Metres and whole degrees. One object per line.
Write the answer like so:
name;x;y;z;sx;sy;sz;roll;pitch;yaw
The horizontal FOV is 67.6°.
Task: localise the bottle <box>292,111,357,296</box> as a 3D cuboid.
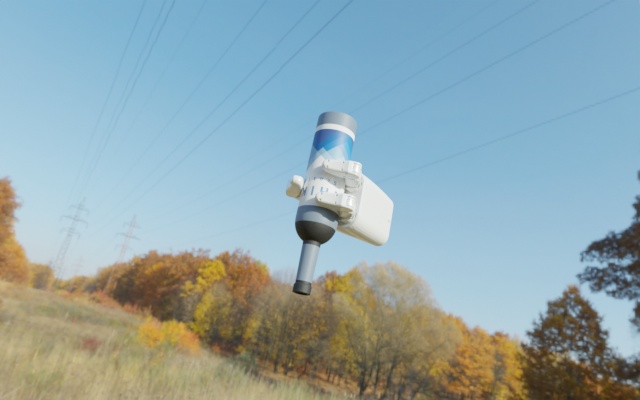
bottle;0.000;0.002;0.756;0.069;0.295;0.069;11;-19;4
